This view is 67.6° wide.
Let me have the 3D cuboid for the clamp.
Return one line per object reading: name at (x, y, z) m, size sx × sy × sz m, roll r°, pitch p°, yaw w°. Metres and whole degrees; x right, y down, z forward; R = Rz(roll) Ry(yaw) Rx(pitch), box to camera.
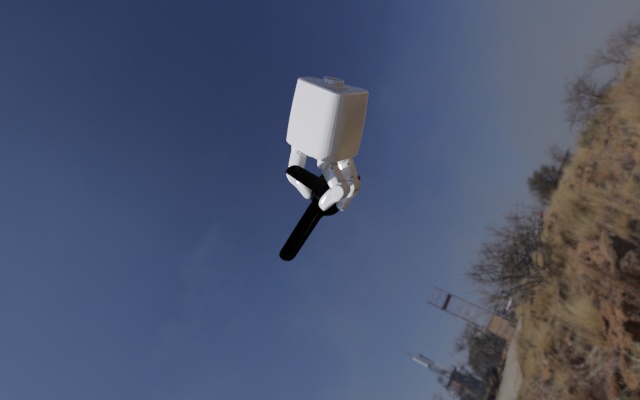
clamp at (0.000, 0.002, 0.796) m, size 0.036 × 0.165 × 0.210 m, roll 24°, pitch 26°, yaw 26°
